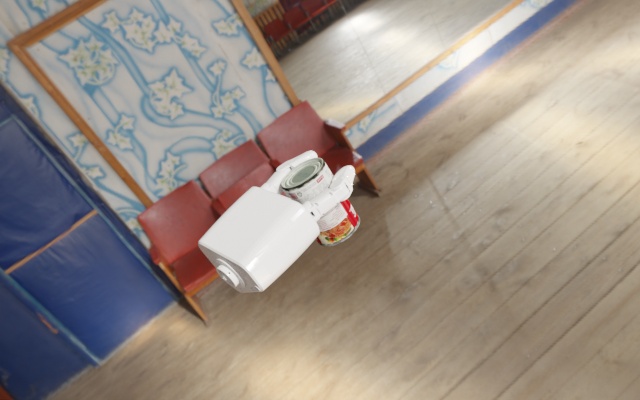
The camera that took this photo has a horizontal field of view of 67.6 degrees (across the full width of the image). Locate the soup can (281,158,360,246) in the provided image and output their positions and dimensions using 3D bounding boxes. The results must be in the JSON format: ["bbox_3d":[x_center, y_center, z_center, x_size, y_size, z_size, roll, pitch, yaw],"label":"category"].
[{"bbox_3d":[0.000,0.002,0.644,0.068,0.102,0.068,-26,26,14],"label":"soup can"}]
